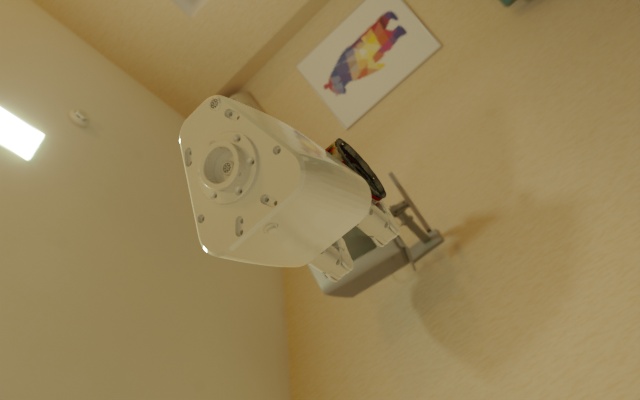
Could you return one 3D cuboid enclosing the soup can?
[{"bbox_3d":[0.000,0.002,0.441,0.102,0.068,0.068,-40,-13,16],"label":"soup can"}]
